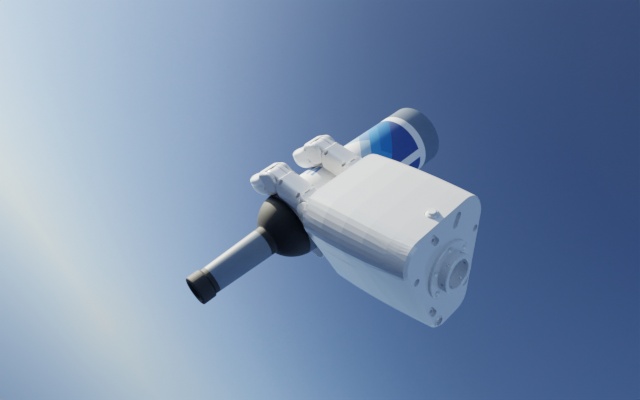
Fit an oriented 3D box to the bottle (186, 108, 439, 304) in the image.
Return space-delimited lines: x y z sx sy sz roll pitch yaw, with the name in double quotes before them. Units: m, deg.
"bottle" 0.000 0.001 0.471 0.295 0.069 0.069 -35 18 -27
